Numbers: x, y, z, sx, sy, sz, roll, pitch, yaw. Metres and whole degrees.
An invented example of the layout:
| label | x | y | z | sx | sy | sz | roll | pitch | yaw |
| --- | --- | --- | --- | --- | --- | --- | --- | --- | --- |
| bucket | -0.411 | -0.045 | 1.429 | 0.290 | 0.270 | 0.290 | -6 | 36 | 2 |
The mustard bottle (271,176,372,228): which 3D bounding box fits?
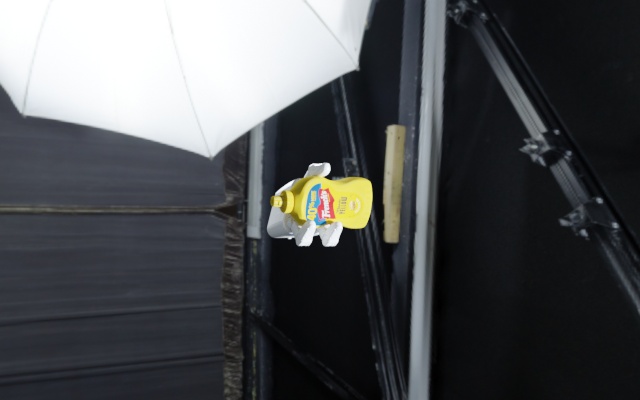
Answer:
| label | x | y | z | sx | sy | sz | roll | pitch | yaw |
| --- | --- | --- | --- | --- | --- | --- | --- | --- | --- |
| mustard bottle | 0.001 | 0.003 | 0.883 | 0.191 | 0.096 | 0.058 | 1 | 14 | -26 |
